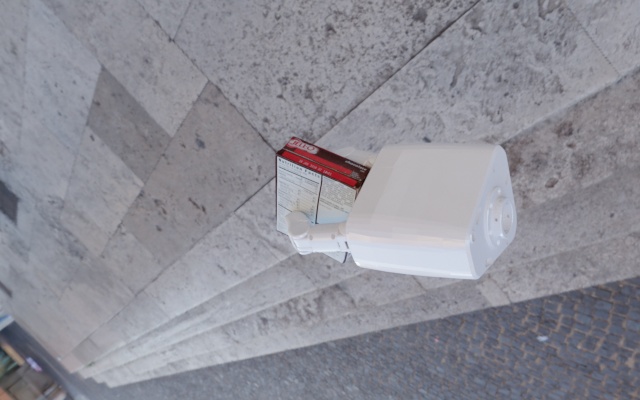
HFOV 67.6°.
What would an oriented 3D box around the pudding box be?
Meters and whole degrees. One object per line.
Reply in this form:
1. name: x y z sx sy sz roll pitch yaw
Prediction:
1. pudding box: 0.000 0.002 0.478 0.090 0.114 0.039 25 47 19
